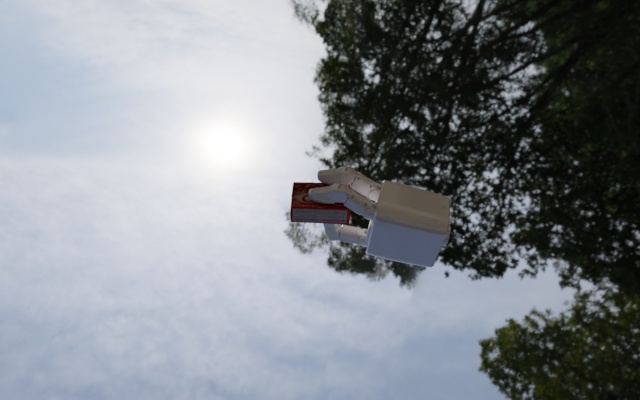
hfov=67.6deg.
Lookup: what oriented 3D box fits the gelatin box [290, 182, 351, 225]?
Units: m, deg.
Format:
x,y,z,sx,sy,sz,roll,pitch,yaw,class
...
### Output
x,y,z,sx,sy,sz,roll,pitch,yaw,class
0.000,0.003,0.728,0.089,0.030,0.073,2,34,-1,gelatin box
